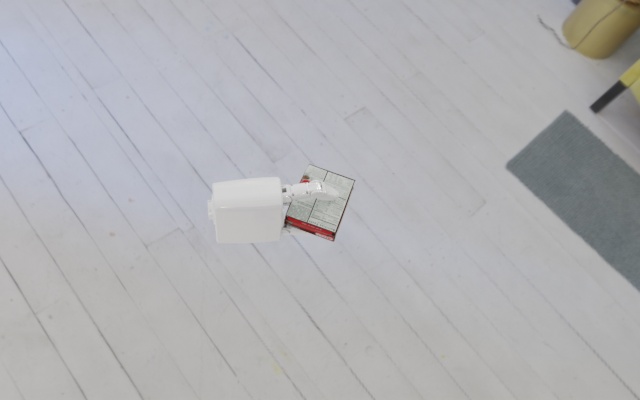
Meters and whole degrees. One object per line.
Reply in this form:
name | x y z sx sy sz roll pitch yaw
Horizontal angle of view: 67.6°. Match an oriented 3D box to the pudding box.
pudding box | 0.000 0.003 0.802 0.090 0.113 0.039 20 -27 3
